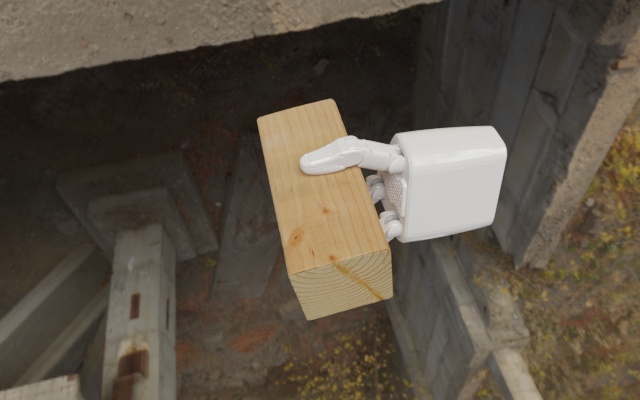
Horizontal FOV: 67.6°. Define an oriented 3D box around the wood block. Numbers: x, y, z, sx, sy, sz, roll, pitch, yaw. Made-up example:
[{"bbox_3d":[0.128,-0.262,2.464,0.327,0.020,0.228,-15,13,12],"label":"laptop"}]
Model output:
[{"bbox_3d":[0.000,0.001,0.493,0.090,0.206,0.091,-15,-39,-2],"label":"wood block"}]
